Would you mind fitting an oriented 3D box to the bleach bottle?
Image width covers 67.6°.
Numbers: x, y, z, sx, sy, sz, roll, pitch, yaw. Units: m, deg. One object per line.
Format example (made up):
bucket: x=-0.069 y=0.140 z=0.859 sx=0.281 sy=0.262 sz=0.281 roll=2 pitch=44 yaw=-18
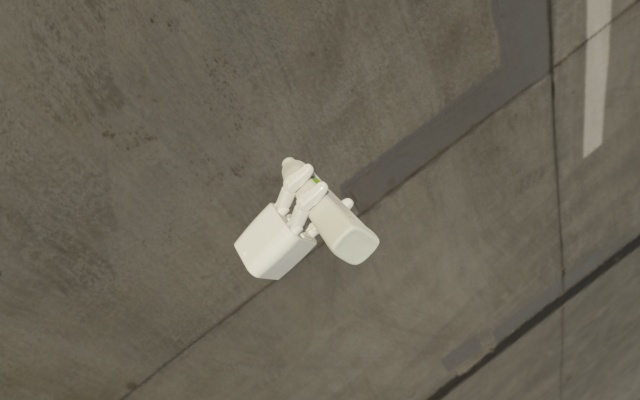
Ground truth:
bleach bottle: x=0.000 y=0.003 z=0.868 sx=0.103 sy=0.068 sz=0.250 roll=34 pitch=13 yaw=-47
